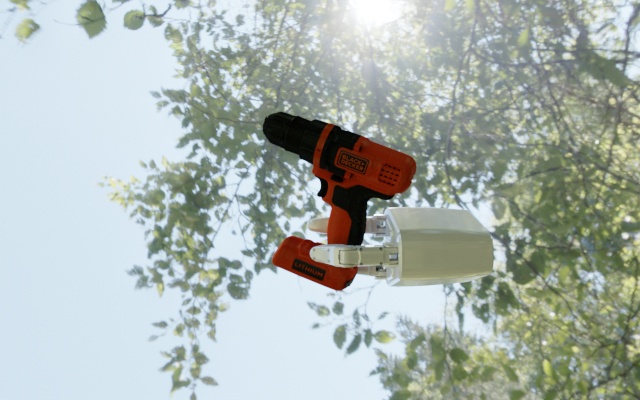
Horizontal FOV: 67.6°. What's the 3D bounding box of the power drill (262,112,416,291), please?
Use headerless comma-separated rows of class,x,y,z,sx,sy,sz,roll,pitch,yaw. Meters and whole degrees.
power drill,0.000,0.002,0.570,0.184,0.188,0.057,22,25,12
